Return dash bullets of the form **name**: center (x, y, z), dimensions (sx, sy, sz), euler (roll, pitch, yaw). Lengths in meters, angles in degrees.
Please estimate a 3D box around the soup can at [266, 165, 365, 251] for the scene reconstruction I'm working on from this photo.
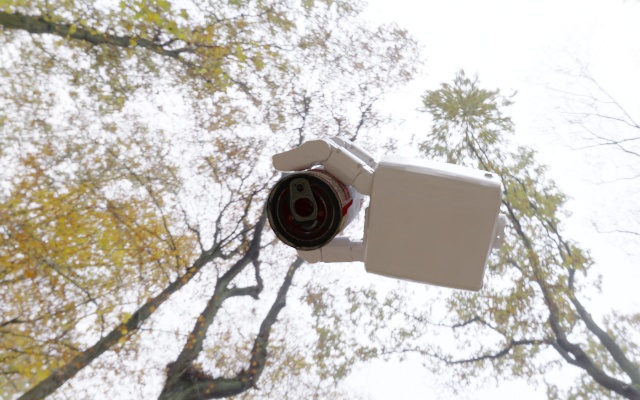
- **soup can**: center (0.000, 0.001, 0.453), dimensions (0.068, 0.068, 0.102), euler (0, 10, 17)
